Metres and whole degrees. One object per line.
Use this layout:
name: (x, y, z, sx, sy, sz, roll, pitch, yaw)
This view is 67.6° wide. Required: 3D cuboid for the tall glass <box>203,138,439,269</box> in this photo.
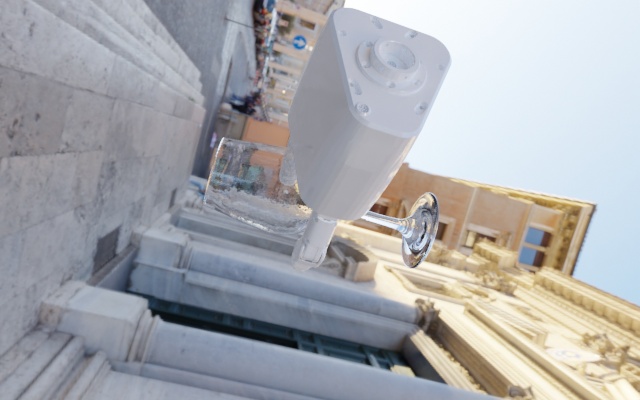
tall glass: (0.001, 0.002, 0.434, 0.201, 0.079, 0.079, 16, -3, -10)
